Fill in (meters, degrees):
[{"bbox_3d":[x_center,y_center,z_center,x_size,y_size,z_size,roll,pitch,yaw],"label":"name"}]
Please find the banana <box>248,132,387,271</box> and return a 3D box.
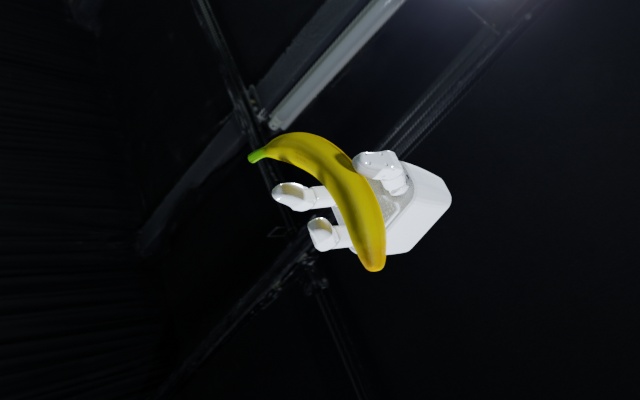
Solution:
[{"bbox_3d":[0.008,-0.016,0.471,0.197,0.069,0.037,42,14,32],"label":"banana"}]
